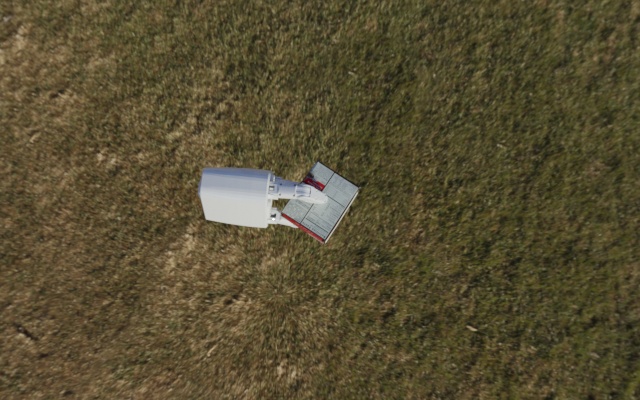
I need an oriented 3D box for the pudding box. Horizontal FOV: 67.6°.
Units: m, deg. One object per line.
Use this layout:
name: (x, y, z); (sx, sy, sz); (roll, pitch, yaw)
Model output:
pudding box: (0.000, 0.003, 0.799); (0.090, 0.113, 0.039); (33, -11, 3)
